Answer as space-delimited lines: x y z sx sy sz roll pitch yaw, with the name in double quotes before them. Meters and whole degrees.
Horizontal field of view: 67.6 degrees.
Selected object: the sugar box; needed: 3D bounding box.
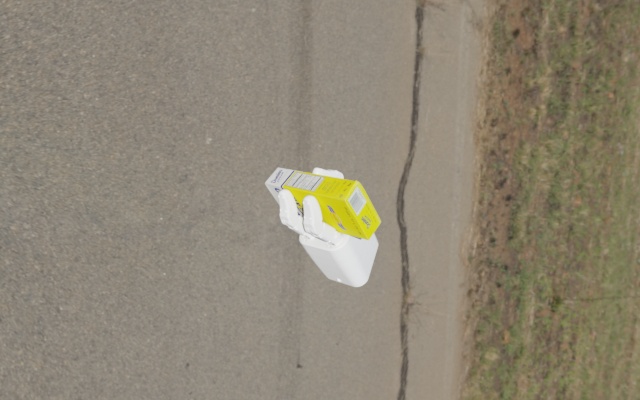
"sugar box" 0.000 0.003 0.748 0.176 0.048 0.093 9 -37 42
